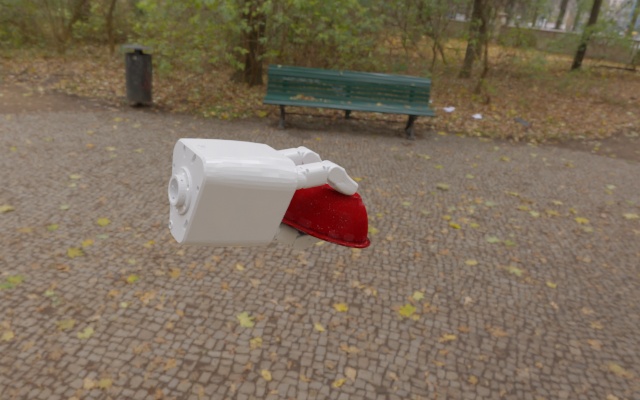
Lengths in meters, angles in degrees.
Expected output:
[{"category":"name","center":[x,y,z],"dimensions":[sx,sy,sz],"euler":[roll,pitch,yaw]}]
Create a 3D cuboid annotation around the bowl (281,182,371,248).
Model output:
[{"category":"bowl","center":[0.001,0.002,0.620],"dimensions":[0.162,0.055,0.162],"euler":[22,10,-4]}]
